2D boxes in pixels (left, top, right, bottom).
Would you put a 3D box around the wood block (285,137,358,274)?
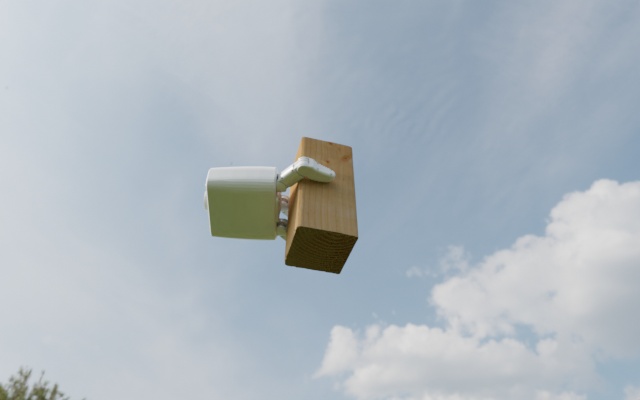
[{"bbox_3d":[0.000,0.002,0.757,0.090,0.206,0.091,11,-47,-11],"label":"wood block"}]
